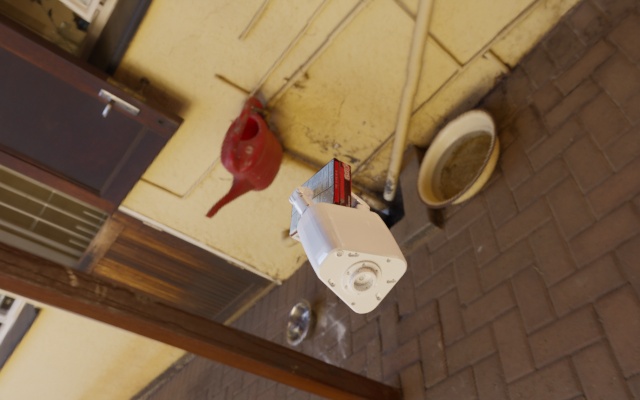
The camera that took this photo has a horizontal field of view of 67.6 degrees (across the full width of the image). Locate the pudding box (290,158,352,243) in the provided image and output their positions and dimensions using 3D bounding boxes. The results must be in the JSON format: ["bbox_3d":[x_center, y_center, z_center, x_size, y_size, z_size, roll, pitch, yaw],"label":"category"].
[{"bbox_3d":[0.000,0.002,0.721,0.039,0.090,0.113,28,-44,-28],"label":"pudding box"}]
